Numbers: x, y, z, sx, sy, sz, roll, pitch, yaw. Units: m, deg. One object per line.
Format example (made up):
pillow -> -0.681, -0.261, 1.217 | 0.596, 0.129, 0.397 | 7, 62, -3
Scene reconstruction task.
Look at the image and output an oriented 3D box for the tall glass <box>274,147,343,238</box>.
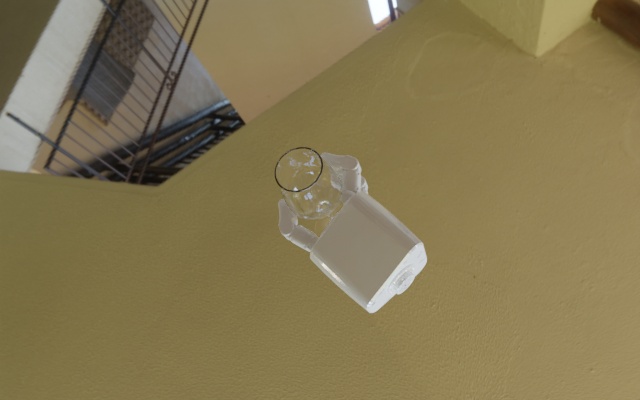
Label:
tall glass -> 0.000, 0.002, 0.663 | 0.079, 0.079, 0.201 | 0, -24, 18
